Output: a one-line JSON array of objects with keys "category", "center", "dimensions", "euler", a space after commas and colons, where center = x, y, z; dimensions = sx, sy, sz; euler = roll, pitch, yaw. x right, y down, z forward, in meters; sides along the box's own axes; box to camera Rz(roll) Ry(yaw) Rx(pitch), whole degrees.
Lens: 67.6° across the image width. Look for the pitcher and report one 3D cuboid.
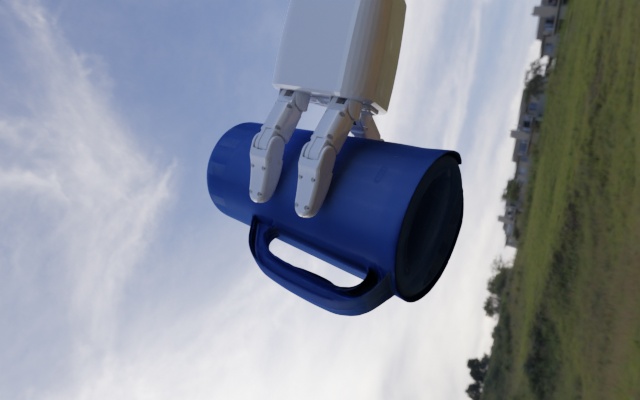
[{"category": "pitcher", "center": [0.000, 0.001, 0.458], "dimensions": [0.243, 0.145, 0.149], "euler": [17, 9, 34]}]
